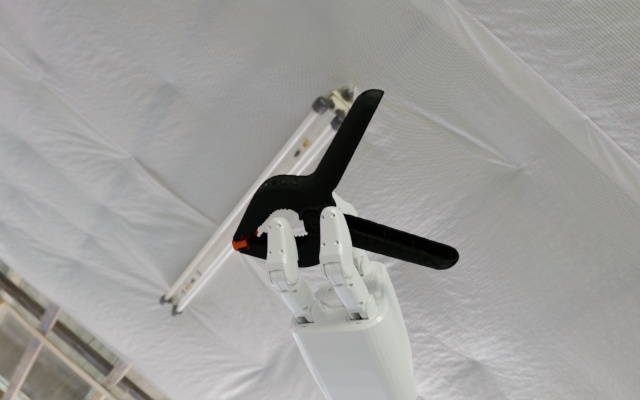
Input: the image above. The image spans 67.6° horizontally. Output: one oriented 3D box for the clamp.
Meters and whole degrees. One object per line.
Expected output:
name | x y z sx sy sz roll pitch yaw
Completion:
clamp | 0.000 0.001 0.429 0.210 0.164 0.036 -12 20 28
